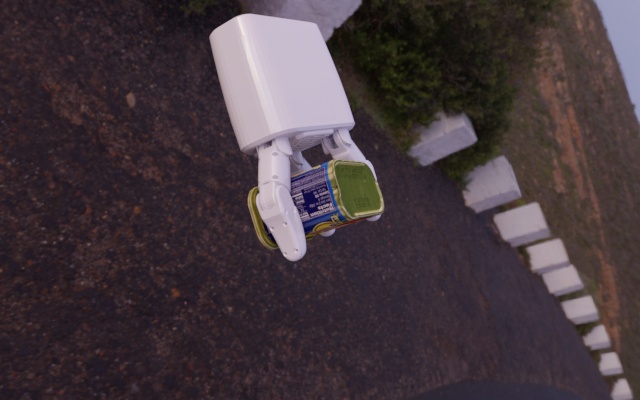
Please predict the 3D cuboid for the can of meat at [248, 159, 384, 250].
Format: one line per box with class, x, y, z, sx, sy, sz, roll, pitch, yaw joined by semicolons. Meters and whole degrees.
can of meat;0.000;0.001;0.429;0.084;0.057;0.102;-20;-6;26
